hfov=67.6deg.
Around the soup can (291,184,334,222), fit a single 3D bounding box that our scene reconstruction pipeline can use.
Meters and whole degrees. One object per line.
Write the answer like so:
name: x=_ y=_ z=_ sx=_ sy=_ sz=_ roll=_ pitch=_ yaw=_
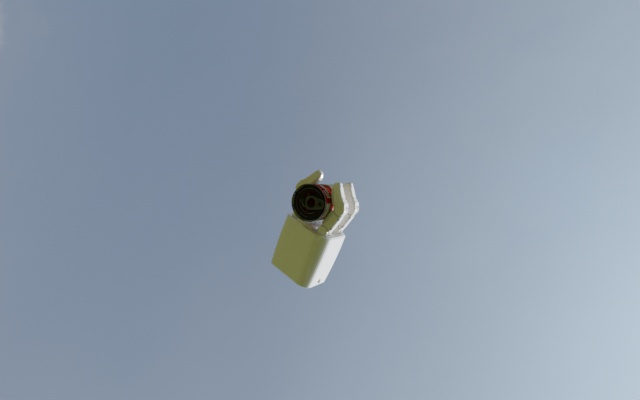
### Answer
soup can: x=0.000 y=0.002 z=0.885 sx=0.068 sy=0.068 sz=0.102 roll=0 pitch=1 yaw=25
